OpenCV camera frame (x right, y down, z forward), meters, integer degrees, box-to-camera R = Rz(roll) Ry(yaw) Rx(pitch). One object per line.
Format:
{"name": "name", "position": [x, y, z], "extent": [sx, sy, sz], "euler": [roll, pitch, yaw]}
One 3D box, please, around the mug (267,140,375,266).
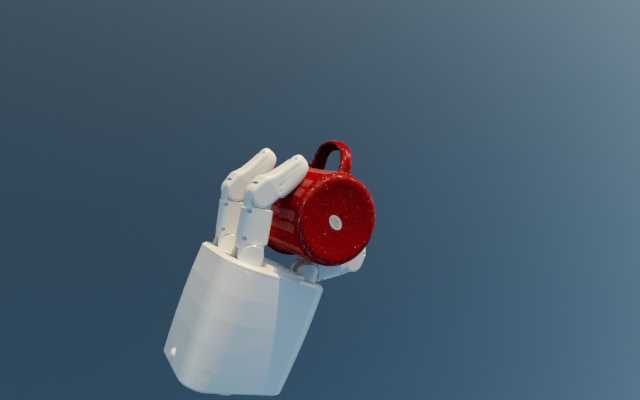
{"name": "mug", "position": [0.001, 0.000, 0.438], "extent": [0.093, 0.117, 0.081], "euler": [22, -4, -30]}
